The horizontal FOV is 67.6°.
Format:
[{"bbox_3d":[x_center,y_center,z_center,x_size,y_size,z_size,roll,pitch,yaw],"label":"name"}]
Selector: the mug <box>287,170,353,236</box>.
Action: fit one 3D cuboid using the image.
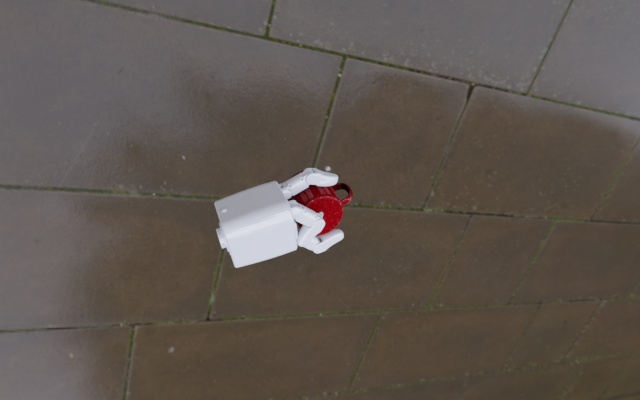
[{"bbox_3d":[0.002,0.002,0.818,0.117,0.093,0.081,-18,37,-11],"label":"mug"}]
